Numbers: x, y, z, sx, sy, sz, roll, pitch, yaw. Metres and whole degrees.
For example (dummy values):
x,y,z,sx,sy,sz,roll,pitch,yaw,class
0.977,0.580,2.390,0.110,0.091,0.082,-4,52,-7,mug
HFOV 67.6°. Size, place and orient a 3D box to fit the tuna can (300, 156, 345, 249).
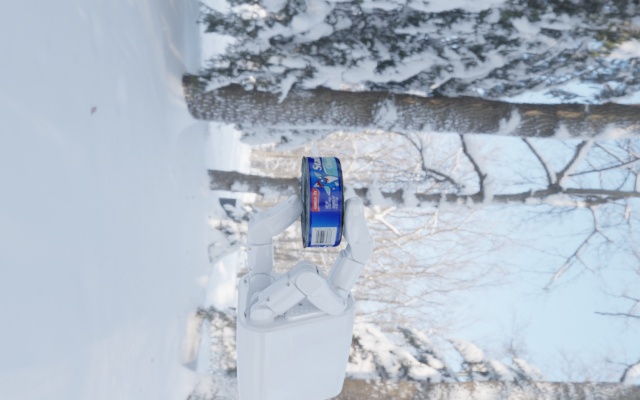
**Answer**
x,y,z,sx,sy,sz,roll,pitch,yaw,class
0.001,0.001,0.444,0.034,0.086,0.086,0,0,-6,tuna can
